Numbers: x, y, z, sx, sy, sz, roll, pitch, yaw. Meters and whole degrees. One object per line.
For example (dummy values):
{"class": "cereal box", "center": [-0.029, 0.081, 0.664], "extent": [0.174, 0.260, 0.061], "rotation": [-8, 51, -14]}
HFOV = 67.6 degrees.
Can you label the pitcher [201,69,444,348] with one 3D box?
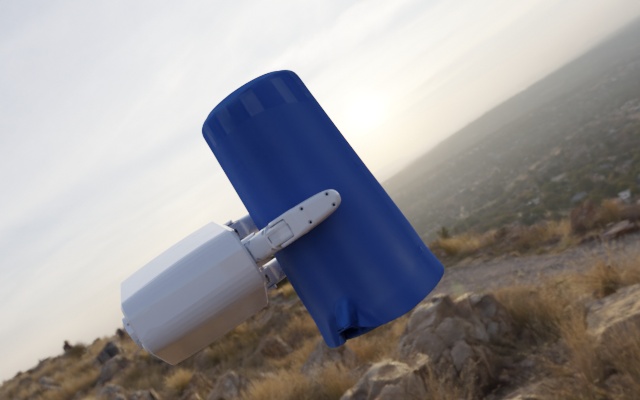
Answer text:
{"class": "pitcher", "center": [0.000, 0.002, 0.463], "extent": [0.145, 0.243, 0.149], "rotation": [-34, 0, -17]}
